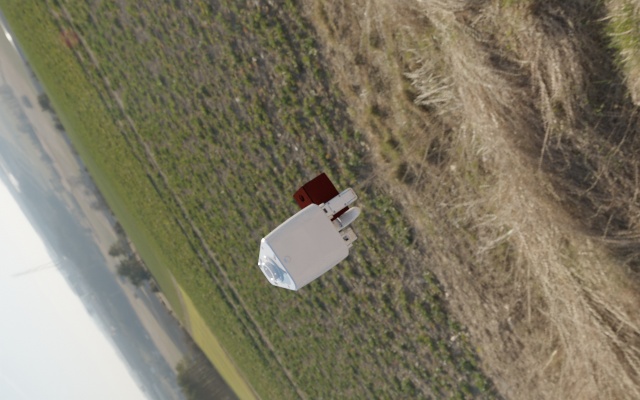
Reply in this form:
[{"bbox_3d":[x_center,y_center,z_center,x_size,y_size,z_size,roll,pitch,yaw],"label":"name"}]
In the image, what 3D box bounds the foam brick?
[{"bbox_3d":[0.000,0.002,0.799,0.051,0.078,0.053,-33,-3,-26],"label":"foam brick"}]
